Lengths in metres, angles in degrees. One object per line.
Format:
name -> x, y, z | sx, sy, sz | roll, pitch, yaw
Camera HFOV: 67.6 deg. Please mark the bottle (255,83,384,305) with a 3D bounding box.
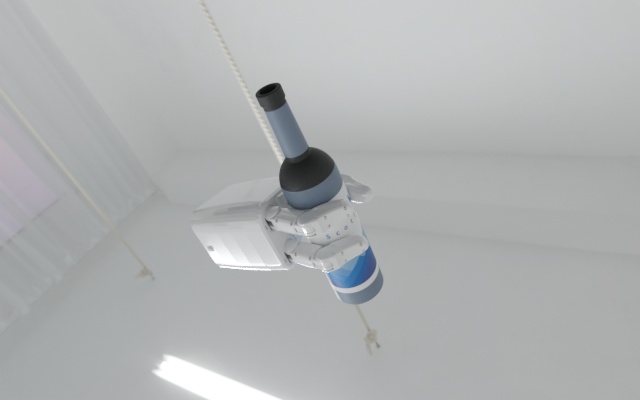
bottle -> 0.000, 0.002, 0.547 | 0.069, 0.296, 0.069 | -16, 36, 12
